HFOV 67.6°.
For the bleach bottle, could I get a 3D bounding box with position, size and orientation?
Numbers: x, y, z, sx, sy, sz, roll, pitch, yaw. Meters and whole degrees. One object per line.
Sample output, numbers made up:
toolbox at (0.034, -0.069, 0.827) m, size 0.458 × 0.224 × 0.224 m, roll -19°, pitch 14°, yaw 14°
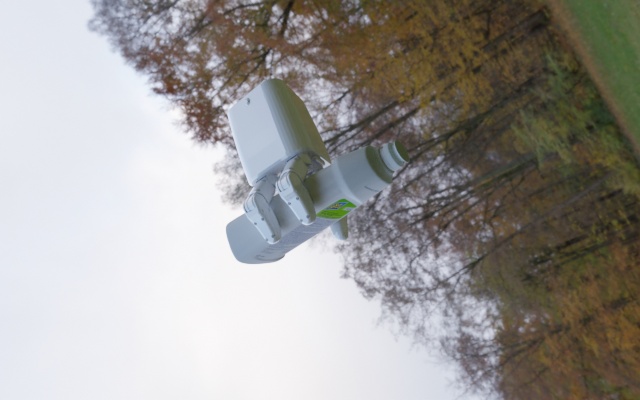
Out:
bleach bottle at (0.000, 0.002, 0.589) m, size 0.251 × 0.068 × 0.102 m, roll -31°, pitch -18°, yaw 29°
